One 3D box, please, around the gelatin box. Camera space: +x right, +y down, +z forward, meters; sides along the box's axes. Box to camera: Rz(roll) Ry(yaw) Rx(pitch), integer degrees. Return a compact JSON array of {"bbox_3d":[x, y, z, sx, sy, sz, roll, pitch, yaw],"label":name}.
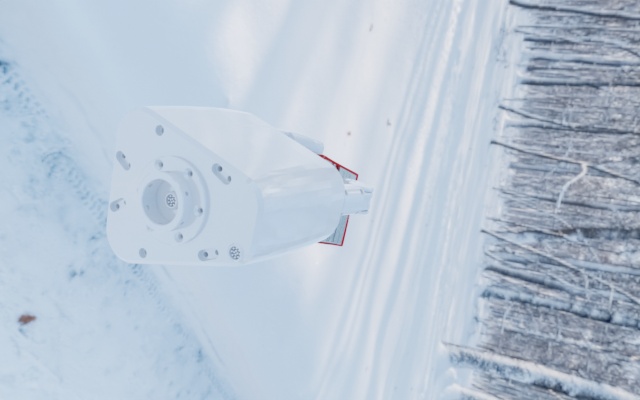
[{"bbox_3d":[0.001,0.002,0.429,0.030,0.073,0.089,11,-3,25],"label":"gelatin box"}]
